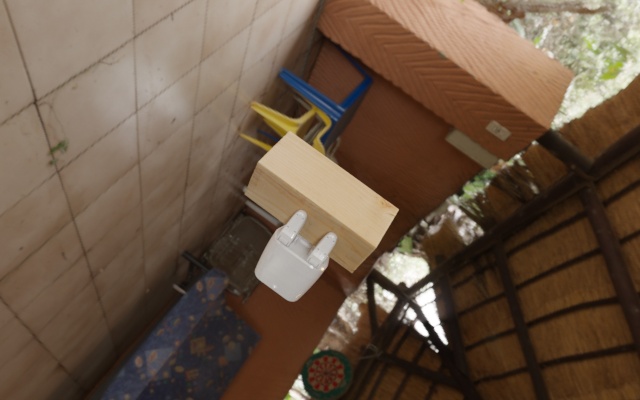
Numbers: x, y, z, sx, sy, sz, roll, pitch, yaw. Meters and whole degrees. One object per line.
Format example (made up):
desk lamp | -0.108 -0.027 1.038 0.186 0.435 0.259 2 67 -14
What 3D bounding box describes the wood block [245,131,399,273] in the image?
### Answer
wood block | 0.000 0.002 0.730 0.206 0.090 0.090 36 -40 2
